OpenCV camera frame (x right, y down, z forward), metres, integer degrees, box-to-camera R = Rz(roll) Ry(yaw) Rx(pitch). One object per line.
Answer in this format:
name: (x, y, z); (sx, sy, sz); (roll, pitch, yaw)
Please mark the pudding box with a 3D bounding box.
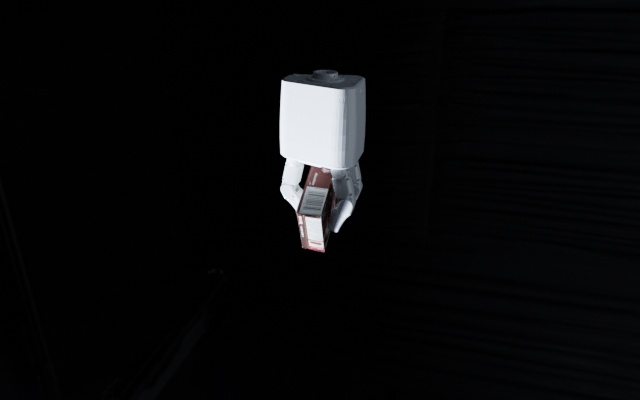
pudding box: (0.000, 0.002, 0.685); (0.039, 0.113, 0.090); (10, -36, 12)
